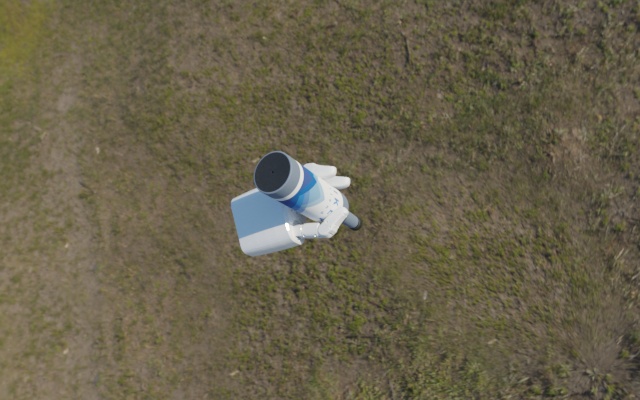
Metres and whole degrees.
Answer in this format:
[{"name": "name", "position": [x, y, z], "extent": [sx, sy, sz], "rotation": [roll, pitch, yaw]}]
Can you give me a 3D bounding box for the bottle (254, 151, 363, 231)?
[{"name": "bottle", "position": [0.000, 0.003, 0.811], "extent": [0.069, 0.069, 0.296], "rotation": [0, -17, 30]}]
